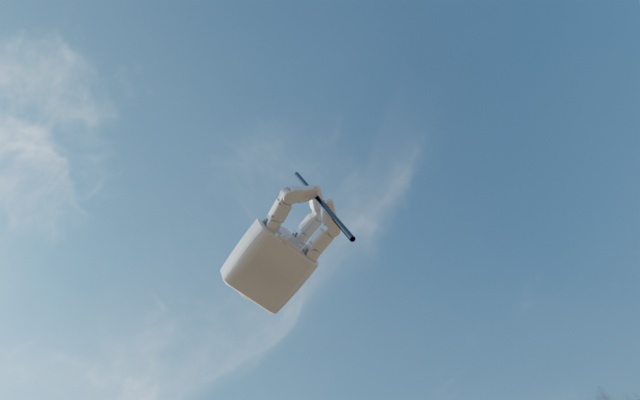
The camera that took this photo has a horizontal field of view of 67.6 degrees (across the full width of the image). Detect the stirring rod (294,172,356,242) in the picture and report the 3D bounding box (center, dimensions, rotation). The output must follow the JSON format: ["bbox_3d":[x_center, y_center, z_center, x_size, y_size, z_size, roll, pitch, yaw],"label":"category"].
[{"bbox_3d":[0.000,0.002,0.710,0.011,0.011,0.239,0,23,-22],"label":"stirring rod"}]
